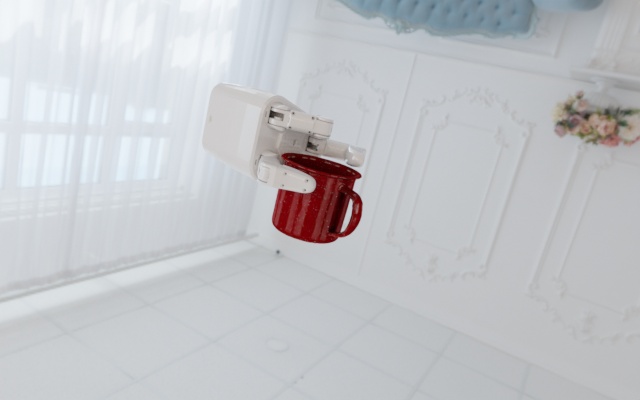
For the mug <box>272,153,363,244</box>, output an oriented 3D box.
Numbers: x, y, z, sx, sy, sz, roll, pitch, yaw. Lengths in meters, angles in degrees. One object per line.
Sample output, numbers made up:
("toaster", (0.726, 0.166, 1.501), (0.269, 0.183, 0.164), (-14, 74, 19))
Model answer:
("mug", (0.001, 0.002, 0.536), (0.117, 0.081, 0.093), (26, 18, 39))
